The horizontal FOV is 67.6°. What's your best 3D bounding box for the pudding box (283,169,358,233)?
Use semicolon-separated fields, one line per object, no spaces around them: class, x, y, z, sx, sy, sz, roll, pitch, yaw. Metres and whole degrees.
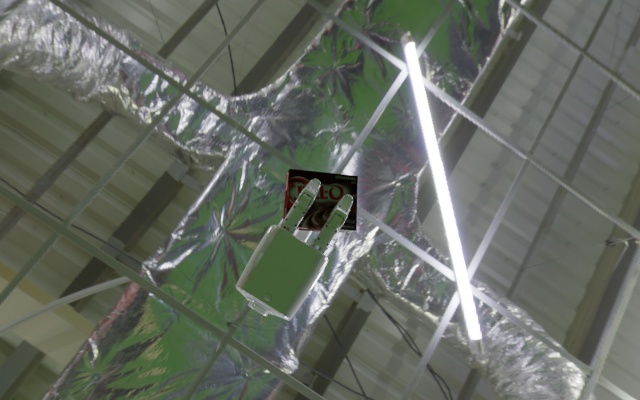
pudding box;0.000;0.003;0.745;0.113;0.090;0.039;6;-14;-12
